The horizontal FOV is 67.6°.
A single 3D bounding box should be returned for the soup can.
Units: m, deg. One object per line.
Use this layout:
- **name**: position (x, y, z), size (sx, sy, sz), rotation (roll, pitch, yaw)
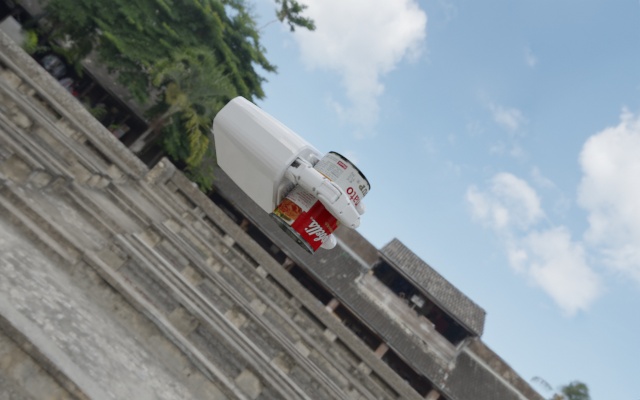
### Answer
- **soup can**: position (0.001, 0.002, 0.546), size (0.068, 0.102, 0.068), rotation (41, -11, 9)
